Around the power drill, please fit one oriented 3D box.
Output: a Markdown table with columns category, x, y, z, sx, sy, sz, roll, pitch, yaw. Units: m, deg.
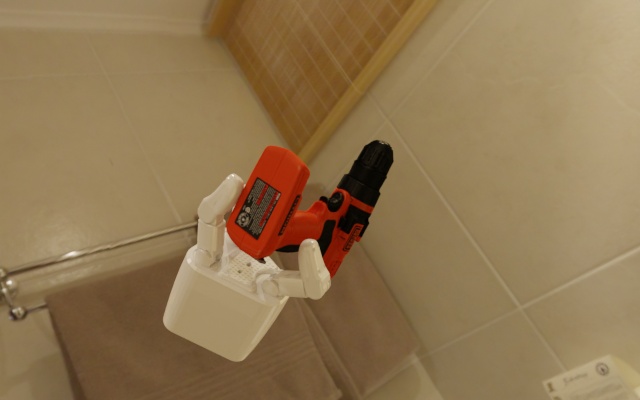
| category | x | y | z | sx | sy | sz | roll | pitch | yaw |
| --- | --- | --- | --- | --- | --- | --- | --- | --- | --- |
| power drill | 0.000 | 0.002 | 0.514 | 0.057 | 0.184 | 0.188 | 30 | 7 | 33 |
